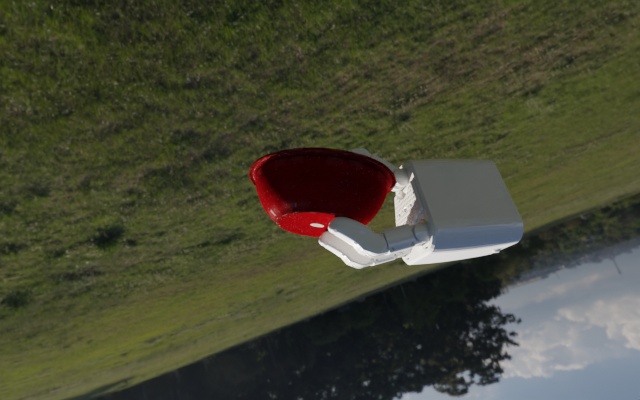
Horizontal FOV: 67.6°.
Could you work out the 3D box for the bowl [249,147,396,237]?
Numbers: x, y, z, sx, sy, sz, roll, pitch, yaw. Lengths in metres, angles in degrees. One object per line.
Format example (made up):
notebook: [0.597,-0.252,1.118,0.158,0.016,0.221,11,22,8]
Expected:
bowl: [-0.001,0.002,0.518,0.162,0.055,0.162,4,-20,1]
